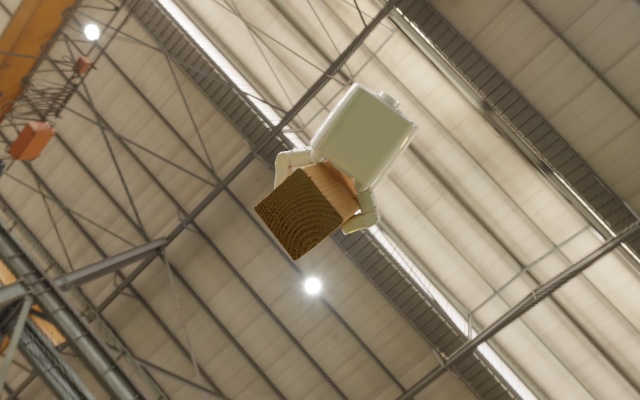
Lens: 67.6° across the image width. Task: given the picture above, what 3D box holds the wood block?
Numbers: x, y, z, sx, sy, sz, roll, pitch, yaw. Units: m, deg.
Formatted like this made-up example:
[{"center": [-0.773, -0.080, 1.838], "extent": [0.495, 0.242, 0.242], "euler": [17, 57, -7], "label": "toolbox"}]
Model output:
[{"center": [0.001, 0.002, 0.699], "extent": [0.090, 0.091, 0.206], "euler": [-40, -4, 19], "label": "wood block"}]
